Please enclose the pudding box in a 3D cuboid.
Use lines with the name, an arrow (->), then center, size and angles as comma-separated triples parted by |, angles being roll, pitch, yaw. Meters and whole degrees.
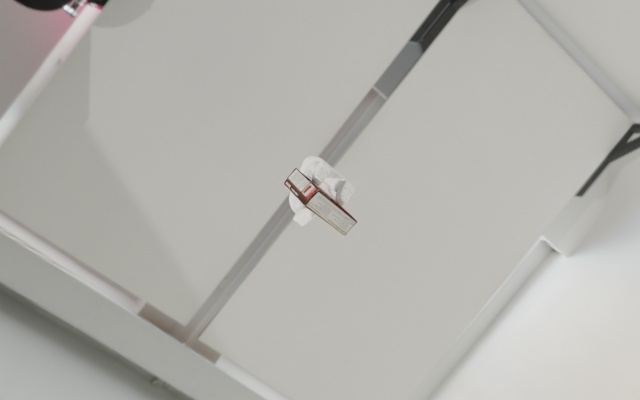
pudding box -> 0.000, 0.003, 0.812 | 0.113, 0.039, 0.090 | 36, 5, -39
